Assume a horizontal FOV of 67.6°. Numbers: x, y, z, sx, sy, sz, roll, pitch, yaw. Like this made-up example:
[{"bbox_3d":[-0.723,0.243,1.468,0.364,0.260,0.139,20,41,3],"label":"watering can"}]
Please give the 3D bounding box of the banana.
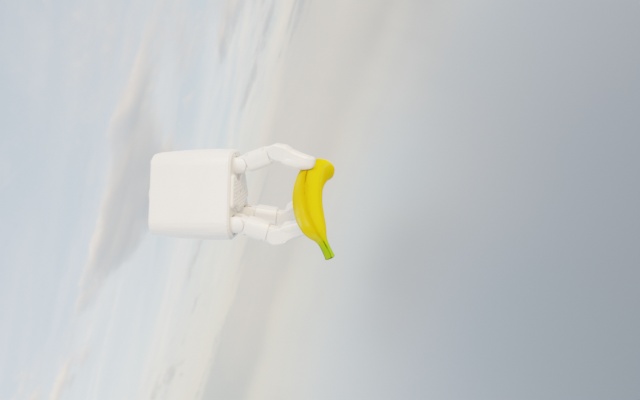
[{"bbox_3d":[-0.007,-0.010,0.612,0.037,0.070,0.197,-17,33,16],"label":"banana"}]
